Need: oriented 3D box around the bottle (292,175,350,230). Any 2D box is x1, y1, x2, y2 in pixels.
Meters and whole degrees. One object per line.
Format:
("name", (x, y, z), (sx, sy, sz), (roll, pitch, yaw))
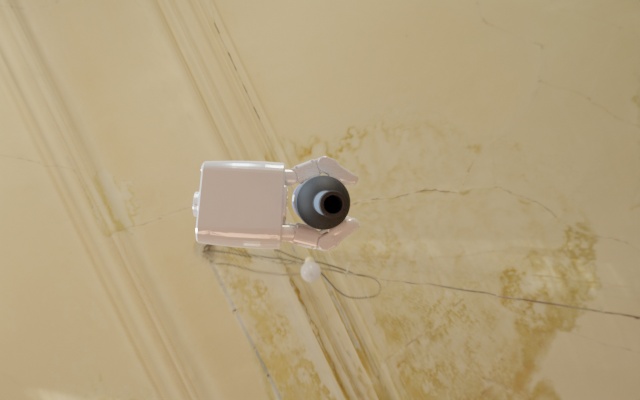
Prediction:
("bottle", (0.000, 0.002, 0.615), (0.069, 0.069, 0.295), (0, 1, -5))
